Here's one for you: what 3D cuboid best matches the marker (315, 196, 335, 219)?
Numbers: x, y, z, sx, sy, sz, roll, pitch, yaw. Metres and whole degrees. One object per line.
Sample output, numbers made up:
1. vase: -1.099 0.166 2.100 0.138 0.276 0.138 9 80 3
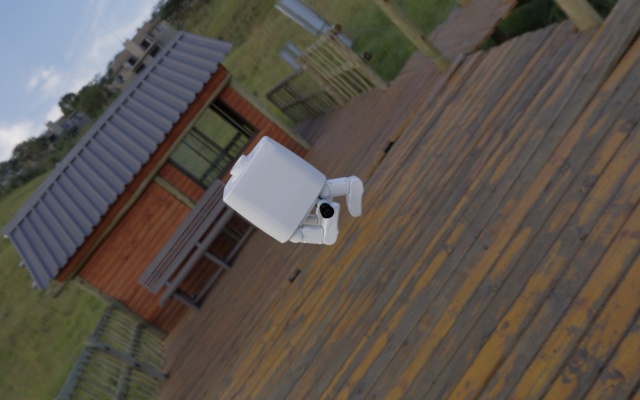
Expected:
1. marker: 0.000 0.002 0.686 0.020 0.020 0.121 0 14 -10
